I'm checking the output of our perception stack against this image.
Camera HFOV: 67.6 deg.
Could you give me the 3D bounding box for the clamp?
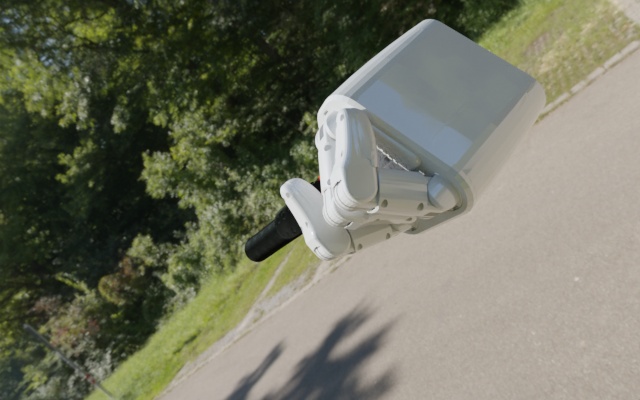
[{"bbox_3d":[0.000,0.001,0.404,0.120,0.039,0.171,-42,4,-25],"label":"clamp"}]
